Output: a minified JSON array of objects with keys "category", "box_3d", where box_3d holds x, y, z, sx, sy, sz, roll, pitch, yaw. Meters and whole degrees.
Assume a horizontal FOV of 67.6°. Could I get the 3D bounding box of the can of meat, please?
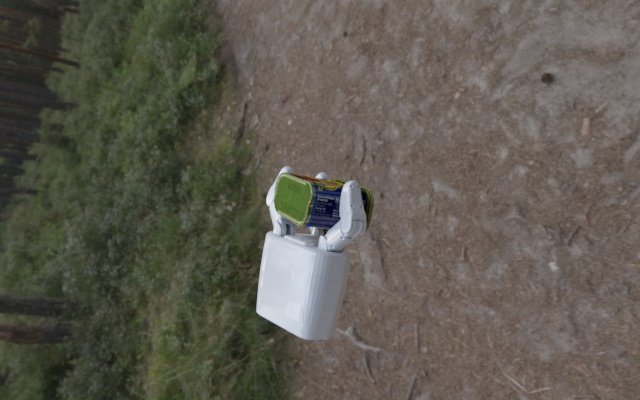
[{"category":"can of meat","box_3d":[0.000,0.002,0.578,0.084,0.057,0.102,7,8,-30]}]
